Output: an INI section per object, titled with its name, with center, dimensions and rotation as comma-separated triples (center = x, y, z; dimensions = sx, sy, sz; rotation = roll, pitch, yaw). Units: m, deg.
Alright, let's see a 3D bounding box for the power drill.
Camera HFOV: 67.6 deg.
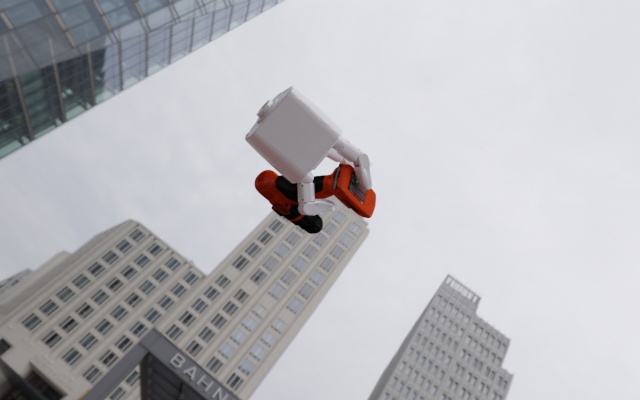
[power drill]
center = 0.000, 0.003, 0.846
dimensions = 0.187, 0.057, 0.184
rotation = -8, -35, 36
